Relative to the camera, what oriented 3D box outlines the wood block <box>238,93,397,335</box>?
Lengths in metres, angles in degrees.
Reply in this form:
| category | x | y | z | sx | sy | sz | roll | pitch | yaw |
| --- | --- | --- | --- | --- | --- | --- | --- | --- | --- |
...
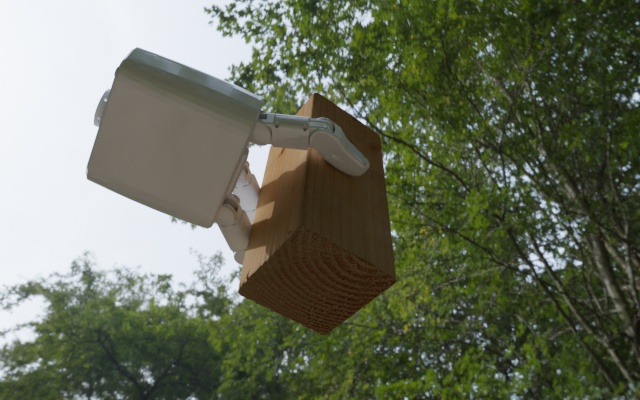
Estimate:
| category | x | y | z | sx | sy | sz | roll | pitch | yaw |
| --- | --- | --- | --- | --- | --- | --- | --- | --- | --- |
| wood block | 0.000 | 0.001 | 0.437 | 0.090 | 0.206 | 0.091 | 31 | -56 | -21 |
